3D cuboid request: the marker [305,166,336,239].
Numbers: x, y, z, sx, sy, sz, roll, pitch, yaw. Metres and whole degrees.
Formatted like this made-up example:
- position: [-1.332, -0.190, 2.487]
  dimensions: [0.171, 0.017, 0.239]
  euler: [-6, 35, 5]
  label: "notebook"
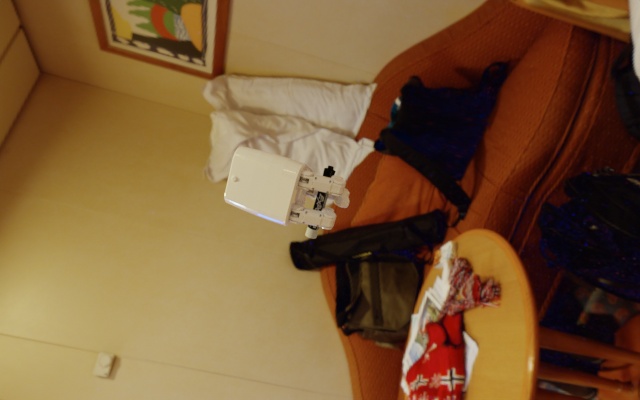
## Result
- position: [0.000, 0.003, 0.764]
  dimensions: [0.020, 0.121, 0.020]
  euler: [15, 15, -4]
  label: "marker"
